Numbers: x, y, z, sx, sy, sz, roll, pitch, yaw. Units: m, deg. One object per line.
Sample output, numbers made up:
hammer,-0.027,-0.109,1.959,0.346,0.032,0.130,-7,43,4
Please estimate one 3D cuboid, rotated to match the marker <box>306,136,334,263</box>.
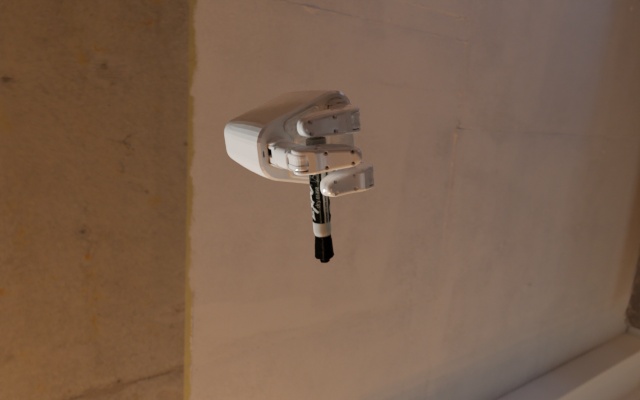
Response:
marker,0.000,0.001,0.446,0.020,0.121,0.020,-4,17,1
